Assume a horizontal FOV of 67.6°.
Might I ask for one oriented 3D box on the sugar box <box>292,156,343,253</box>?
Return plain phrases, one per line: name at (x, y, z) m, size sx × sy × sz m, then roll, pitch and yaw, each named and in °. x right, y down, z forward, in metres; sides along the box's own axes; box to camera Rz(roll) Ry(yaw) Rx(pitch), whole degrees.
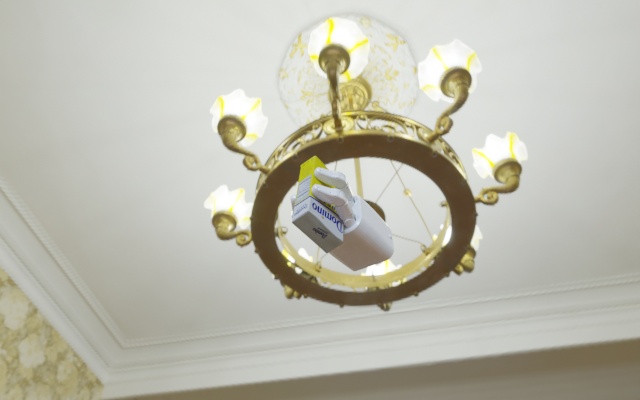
sugar box at (0.001, 0.003, 0.867) m, size 0.048 × 0.093 × 0.176 m, roll -35°, pitch 28°, yaw 23°
